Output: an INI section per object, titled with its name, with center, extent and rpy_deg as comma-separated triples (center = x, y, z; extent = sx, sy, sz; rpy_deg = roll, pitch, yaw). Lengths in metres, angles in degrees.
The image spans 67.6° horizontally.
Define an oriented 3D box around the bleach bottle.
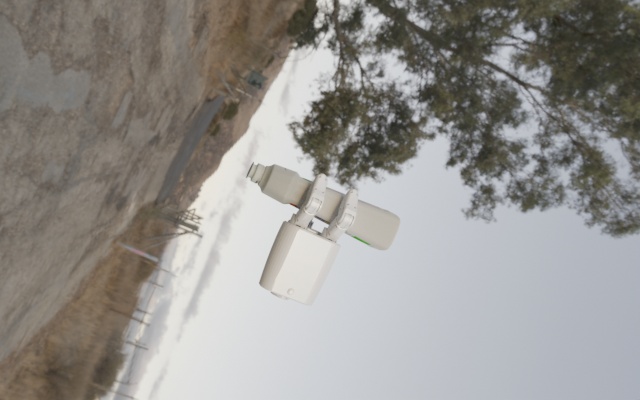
[bleach bottle]
center = 0.000, 0.003, 0.769
extent = 0.251, 0.068, 0.102
rpy_deg = 24, -2, -15
